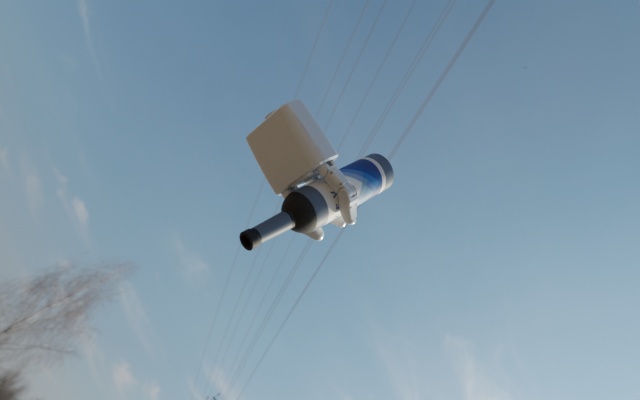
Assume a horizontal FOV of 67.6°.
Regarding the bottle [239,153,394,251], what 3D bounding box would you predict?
[{"bbox_3d":[0.000,0.002,0.726,0.069,0.069,0.295,0,21,46],"label":"bottle"}]
